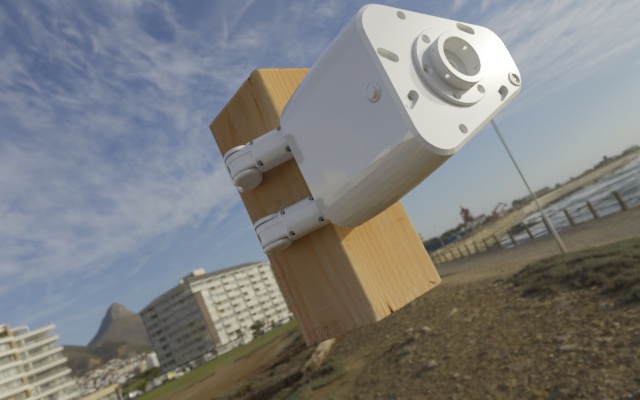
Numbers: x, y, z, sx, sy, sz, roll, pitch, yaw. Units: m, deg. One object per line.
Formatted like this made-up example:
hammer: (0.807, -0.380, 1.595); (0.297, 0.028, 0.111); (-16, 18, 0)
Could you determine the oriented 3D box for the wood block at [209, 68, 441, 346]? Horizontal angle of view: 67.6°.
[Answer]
wood block: (0.000, 0.001, 0.402); (0.091, 0.206, 0.090); (-16, -14, -43)
